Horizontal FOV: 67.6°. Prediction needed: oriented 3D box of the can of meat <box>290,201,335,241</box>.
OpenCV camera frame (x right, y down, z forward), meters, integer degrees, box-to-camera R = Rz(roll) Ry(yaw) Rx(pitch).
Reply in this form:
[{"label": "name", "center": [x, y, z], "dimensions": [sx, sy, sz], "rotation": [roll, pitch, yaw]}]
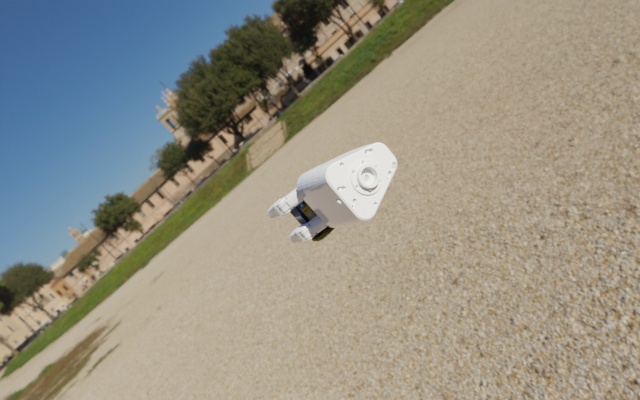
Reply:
[{"label": "can of meat", "center": [0.000, 0.002, 0.785], "dimensions": [0.102, 0.084, 0.057], "rotation": [-44, 11, -17]}]
